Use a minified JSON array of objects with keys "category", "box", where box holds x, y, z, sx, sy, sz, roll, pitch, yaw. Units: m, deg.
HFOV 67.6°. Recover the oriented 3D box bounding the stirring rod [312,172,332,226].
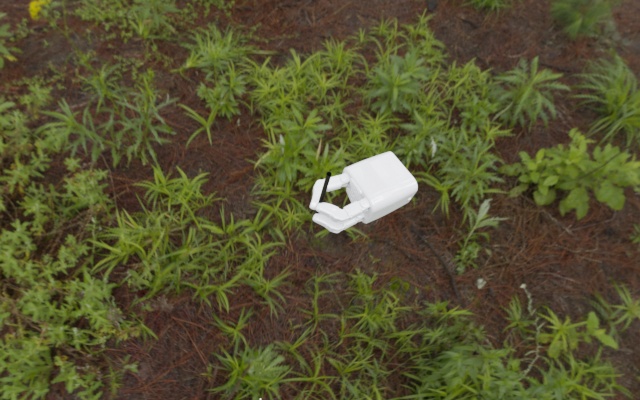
[{"category":"stirring rod","box":[0.000,0.003,0.880,0.011,0.011,0.240,0,-22,-7]}]
